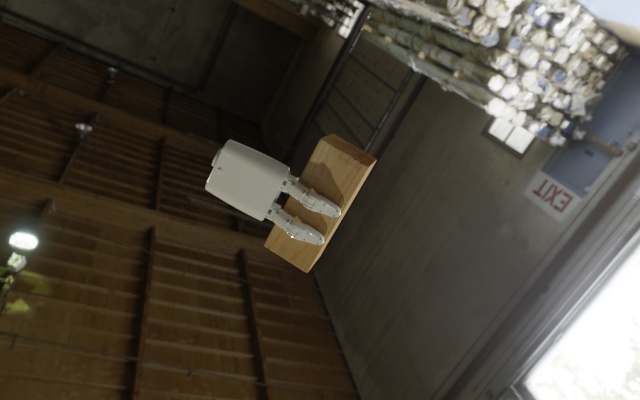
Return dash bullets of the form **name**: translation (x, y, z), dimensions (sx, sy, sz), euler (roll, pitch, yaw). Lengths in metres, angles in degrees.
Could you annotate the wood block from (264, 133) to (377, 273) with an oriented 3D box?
- **wood block**: translation (0.000, 0.002, 0.798), dimensions (0.090, 0.206, 0.091), euler (31, 19, 5)
